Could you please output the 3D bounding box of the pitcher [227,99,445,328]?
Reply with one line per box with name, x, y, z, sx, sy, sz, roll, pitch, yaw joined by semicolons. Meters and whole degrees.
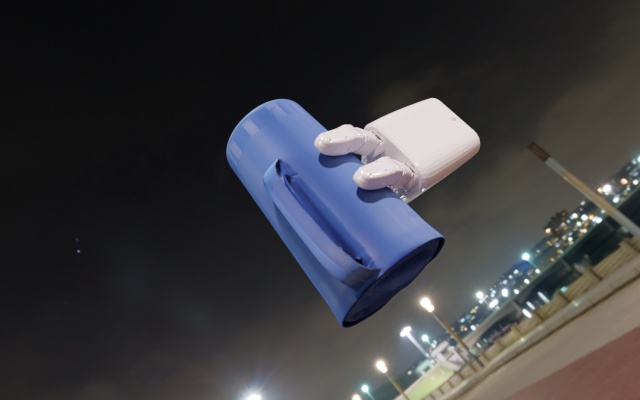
pitcher;0.000;0.002;0.506;0.145;0.242;0.149;-29;-26;-27
